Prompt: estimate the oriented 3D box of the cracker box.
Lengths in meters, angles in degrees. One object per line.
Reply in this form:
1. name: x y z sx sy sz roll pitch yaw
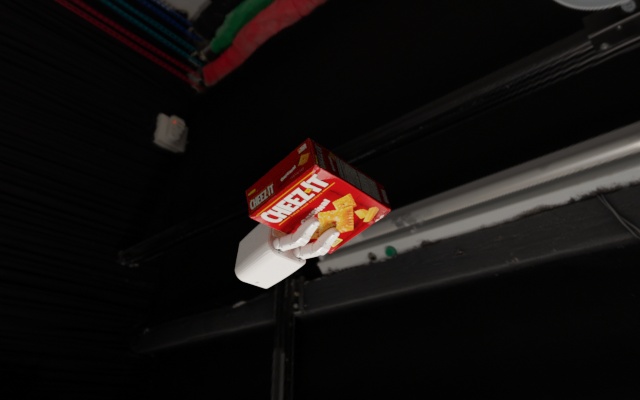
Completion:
1. cracker box: 0.000 0.003 0.868 0.164 0.072 0.214 -37 -44 26
